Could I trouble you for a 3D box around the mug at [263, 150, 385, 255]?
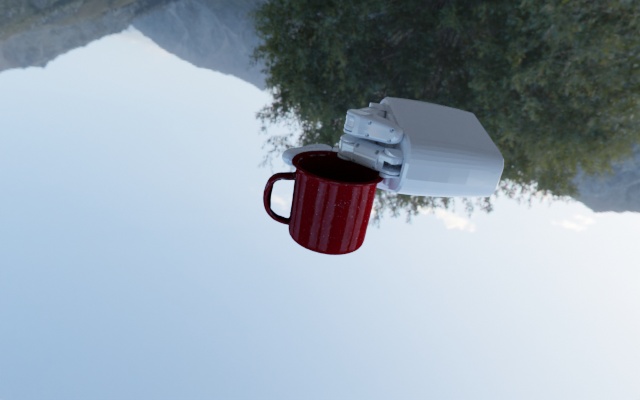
[{"bbox_3d":[-0.001,0.002,0.484,0.117,0.081,0.093,4,24,-14],"label":"mug"}]
